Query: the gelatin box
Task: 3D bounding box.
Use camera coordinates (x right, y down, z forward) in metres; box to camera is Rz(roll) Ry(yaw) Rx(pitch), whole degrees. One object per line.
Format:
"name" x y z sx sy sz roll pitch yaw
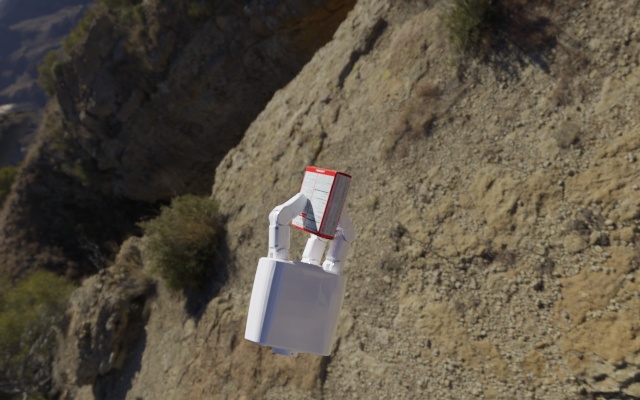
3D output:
"gelatin box" 0.000 0.002 0.644 0.030 0.089 0.073 15 0 -34
